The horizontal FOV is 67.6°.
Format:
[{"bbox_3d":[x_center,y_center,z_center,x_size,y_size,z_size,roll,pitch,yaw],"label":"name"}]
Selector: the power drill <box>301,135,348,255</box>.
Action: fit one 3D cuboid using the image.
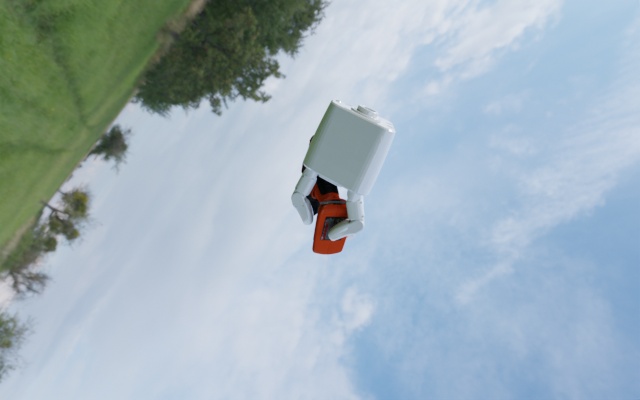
[{"bbox_3d":[0.000,0.003,0.834,0.057,0.185,0.187,-1,41,-13],"label":"power drill"}]
